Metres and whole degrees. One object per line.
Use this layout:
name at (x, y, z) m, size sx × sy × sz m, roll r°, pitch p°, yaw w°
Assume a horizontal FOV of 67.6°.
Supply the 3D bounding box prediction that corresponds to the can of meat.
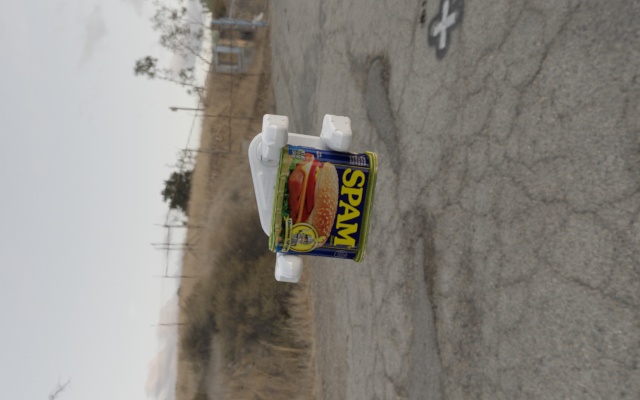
can of meat at (0.000, 0.001, 0.434) m, size 0.084 × 0.102 × 0.057 m, roll 6°, pitch 8°, yaw -8°
